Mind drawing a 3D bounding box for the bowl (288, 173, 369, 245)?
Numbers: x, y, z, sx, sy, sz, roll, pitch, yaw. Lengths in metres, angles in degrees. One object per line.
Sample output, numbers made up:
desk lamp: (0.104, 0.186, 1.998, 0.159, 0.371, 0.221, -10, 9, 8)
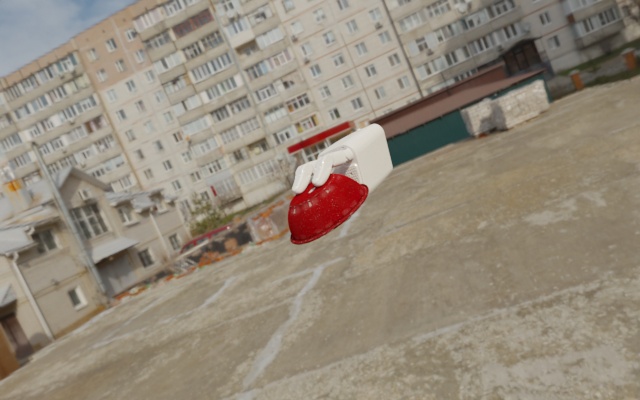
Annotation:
bowl: (-0.001, 0.003, 0.806, 0.162, 0.055, 0.162, -33, 16, 11)
